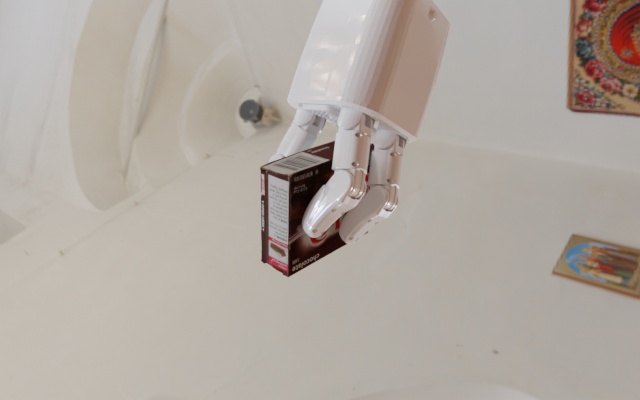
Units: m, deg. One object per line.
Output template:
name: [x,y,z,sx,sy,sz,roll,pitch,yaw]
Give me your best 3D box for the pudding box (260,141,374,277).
pudding box: [0.000,0.001,0.412,0.039,0.090,0.113,22,31,38]
